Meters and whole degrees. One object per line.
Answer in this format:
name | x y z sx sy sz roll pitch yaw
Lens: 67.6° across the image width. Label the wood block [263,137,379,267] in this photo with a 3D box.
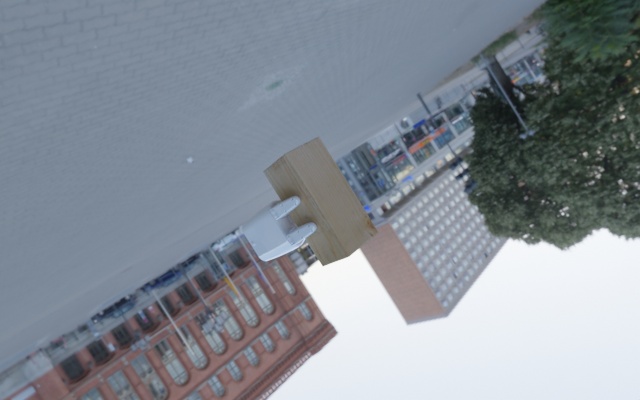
wood block | 0.000 0.003 0.868 0.090 0.206 0.090 -33 2 -38
